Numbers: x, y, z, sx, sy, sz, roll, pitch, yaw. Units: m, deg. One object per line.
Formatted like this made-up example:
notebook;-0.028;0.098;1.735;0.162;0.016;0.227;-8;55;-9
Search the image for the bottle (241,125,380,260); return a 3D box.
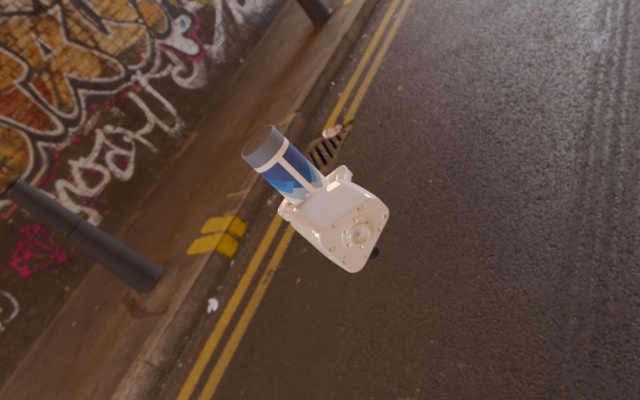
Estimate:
bottle;0.000;0.002;0.776;0.296;0.069;0.069;44;-24;-27
